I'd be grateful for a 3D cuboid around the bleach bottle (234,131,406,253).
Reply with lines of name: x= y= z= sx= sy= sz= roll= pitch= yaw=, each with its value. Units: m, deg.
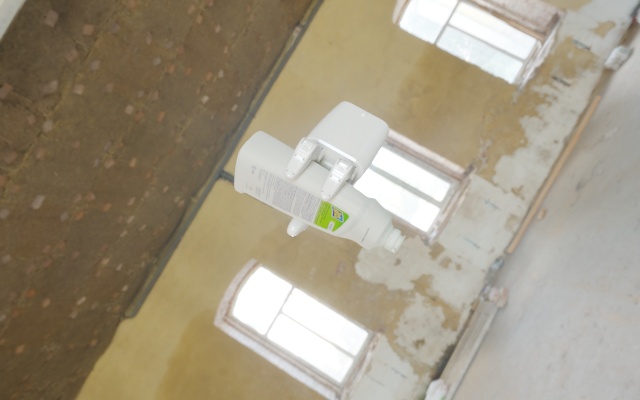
bleach bottle: x=0.000 y=0.002 z=0.674 sx=0.251 sy=0.068 sz=0.103 roll=30 pitch=-36 yaw=8
